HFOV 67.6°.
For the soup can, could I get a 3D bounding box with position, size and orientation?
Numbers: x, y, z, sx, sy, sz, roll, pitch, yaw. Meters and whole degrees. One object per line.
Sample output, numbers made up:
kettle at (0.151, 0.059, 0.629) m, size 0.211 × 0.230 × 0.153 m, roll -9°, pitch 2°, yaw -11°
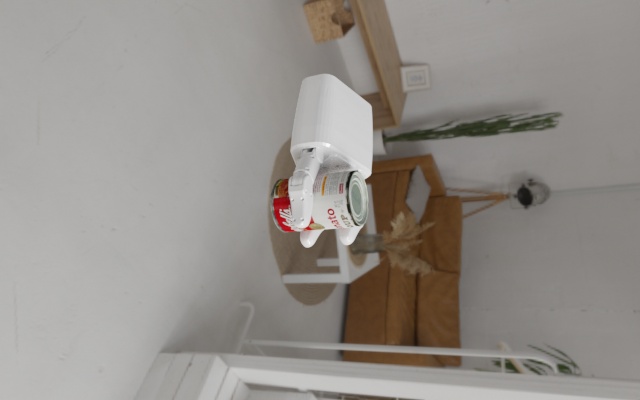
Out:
soup can at (0.000, 0.002, 0.580) m, size 0.102 × 0.068 × 0.068 m, roll -5°, pitch -2°, yaw 25°
